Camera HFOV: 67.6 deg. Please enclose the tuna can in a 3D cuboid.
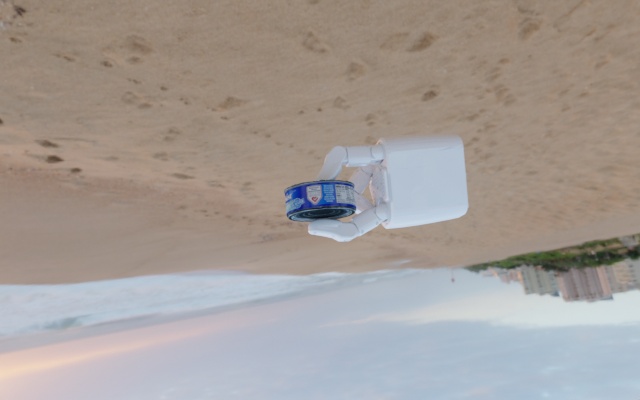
[{"bbox_3d":[0.000,0.002,0.575,0.086,0.033,0.086,-5,-12,-1],"label":"tuna can"}]
